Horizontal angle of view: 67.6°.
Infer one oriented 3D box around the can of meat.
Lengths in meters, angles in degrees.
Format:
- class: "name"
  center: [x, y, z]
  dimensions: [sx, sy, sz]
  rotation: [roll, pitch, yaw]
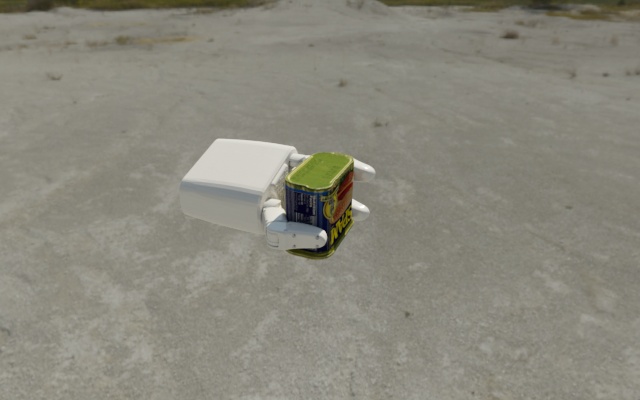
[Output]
- class: "can of meat"
  center: [0.000, 0.001, 0.525]
  dimensions: [0.057, 0.084, 0.102]
  rotation: [11, 30, 20]
